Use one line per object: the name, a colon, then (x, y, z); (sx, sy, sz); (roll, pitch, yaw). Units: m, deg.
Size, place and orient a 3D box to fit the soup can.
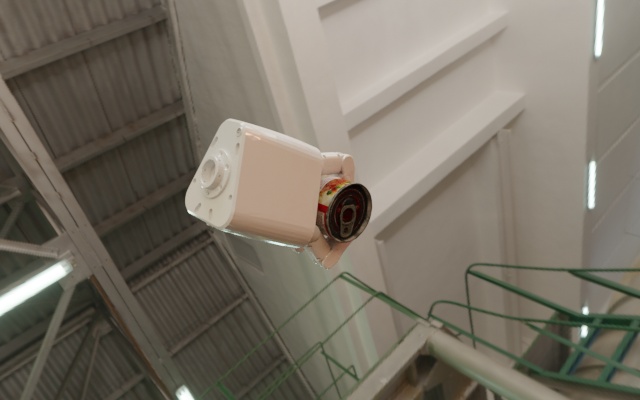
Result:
soup can: (0.000, 0.002, 0.556); (0.068, 0.068, 0.102); (0, 14, -43)
